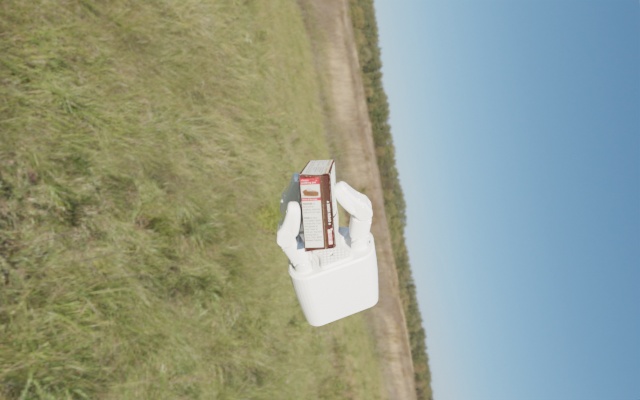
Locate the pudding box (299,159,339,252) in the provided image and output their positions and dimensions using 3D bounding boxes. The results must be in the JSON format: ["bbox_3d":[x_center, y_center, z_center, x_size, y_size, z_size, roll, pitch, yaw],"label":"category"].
[{"bbox_3d":[0.000,0.002,0.574,0.039,0.090,0.113,-4,12,4],"label":"pudding box"}]
